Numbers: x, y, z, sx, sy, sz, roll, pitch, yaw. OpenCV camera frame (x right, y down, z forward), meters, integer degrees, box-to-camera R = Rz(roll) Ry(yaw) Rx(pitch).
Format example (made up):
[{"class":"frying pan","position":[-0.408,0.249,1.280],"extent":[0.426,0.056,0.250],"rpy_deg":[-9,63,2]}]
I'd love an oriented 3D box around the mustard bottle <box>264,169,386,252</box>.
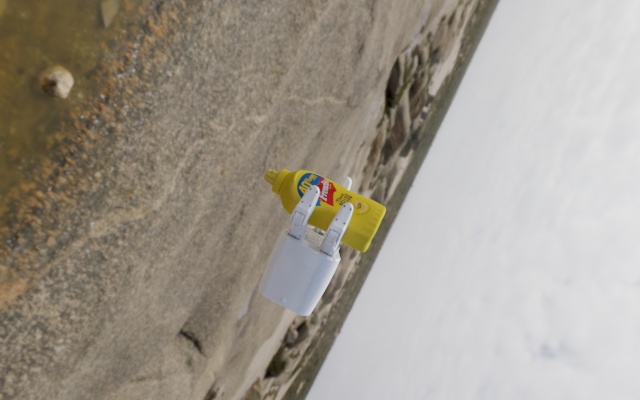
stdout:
[{"class":"mustard bottle","position":[0.000,0.002,0.734],"extent":[0.191,0.058,0.096],"rpy_deg":[27,38,7]}]
